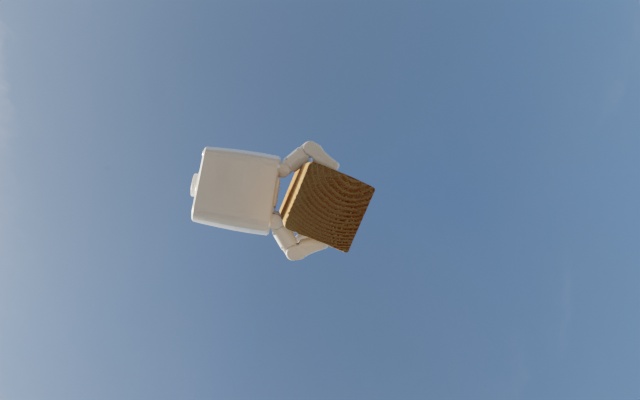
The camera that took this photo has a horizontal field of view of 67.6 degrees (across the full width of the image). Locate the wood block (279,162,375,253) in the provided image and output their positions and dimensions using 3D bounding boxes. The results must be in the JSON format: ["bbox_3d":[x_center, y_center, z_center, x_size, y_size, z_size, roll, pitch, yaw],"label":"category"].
[{"bbox_3d":[0.000,0.002,0.684,0.090,0.091,0.206,22,1,-8],"label":"wood block"}]
